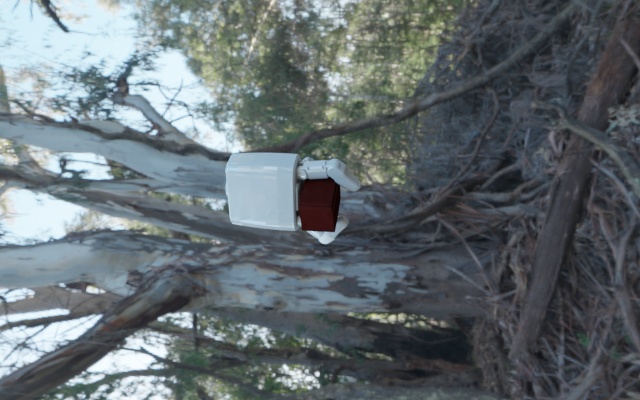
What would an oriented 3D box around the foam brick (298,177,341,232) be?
[{"bbox_3d":[0.000,0.002,0.710,0.051,0.053,0.078,3,41,8],"label":"foam brick"}]
